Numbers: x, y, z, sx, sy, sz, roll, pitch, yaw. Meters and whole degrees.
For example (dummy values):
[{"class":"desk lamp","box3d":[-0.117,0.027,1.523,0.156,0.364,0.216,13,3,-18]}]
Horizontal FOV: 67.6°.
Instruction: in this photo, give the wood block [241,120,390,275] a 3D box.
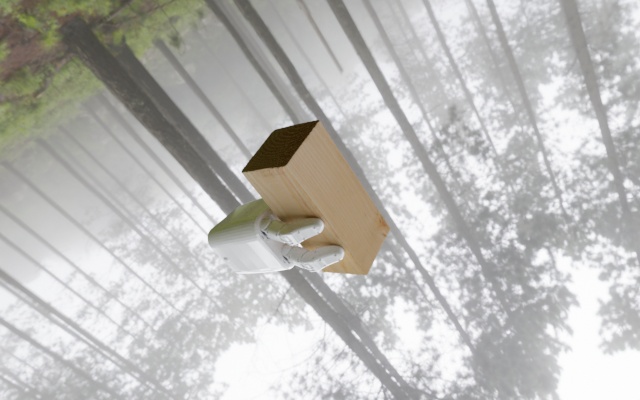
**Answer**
[{"class":"wood block","box3d":[0.000,0.002,0.660,0.090,0.090,0.206,-4,-47,43]}]
